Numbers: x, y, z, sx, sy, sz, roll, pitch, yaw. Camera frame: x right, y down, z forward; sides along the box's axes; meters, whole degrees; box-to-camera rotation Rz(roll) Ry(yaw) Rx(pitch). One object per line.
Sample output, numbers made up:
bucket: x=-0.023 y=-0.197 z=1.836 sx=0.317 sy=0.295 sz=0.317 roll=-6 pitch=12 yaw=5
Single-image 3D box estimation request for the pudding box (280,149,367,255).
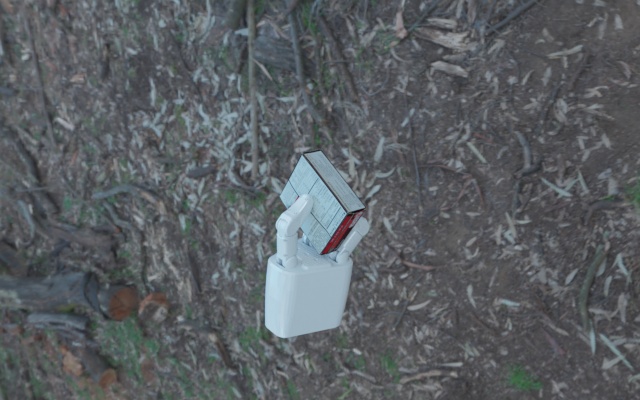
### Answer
pudding box: x=0.000 y=0.002 z=0.637 sx=0.039 sy=0.113 sz=0.090 roll=-15 pitch=-32 yaw=-42
